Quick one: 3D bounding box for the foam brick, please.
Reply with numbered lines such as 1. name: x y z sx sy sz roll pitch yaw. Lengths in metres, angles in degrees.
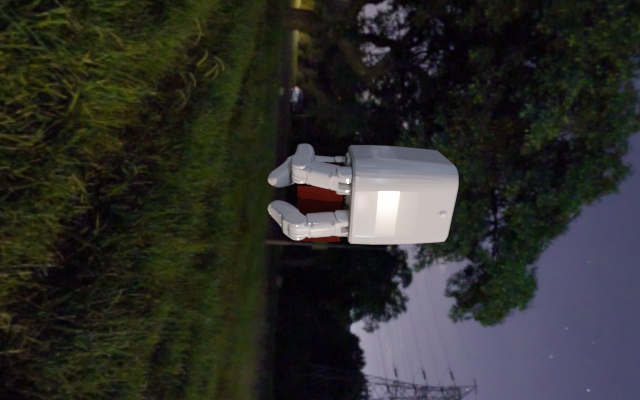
1. foam brick: 0.000 0.002 0.541 0.051 0.078 0.053 1 35 -1
